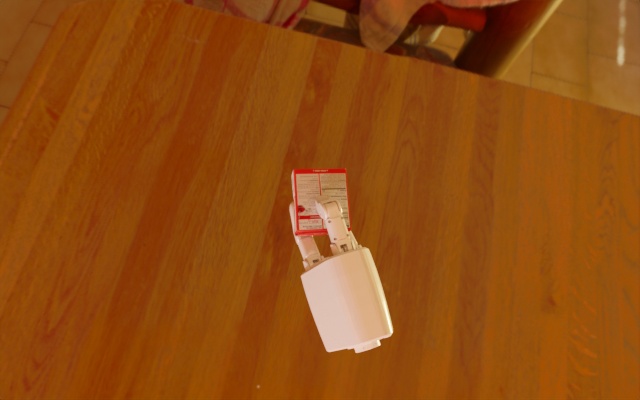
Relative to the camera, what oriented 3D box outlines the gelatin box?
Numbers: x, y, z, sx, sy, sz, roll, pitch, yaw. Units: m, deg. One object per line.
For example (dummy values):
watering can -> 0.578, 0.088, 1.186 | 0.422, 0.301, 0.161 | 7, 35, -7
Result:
gelatin box -> 0.000, 0.002, 0.645 | 0.073, 0.089, 0.030 | -2, -13, -10
